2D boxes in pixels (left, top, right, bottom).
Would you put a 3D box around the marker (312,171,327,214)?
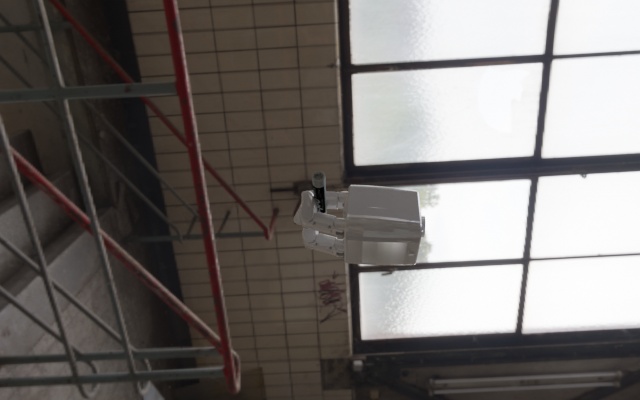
[{"bbox_3d":[0.000,0.002,0.709,0.020,0.020,0.121,0,-37,3],"label":"marker"}]
